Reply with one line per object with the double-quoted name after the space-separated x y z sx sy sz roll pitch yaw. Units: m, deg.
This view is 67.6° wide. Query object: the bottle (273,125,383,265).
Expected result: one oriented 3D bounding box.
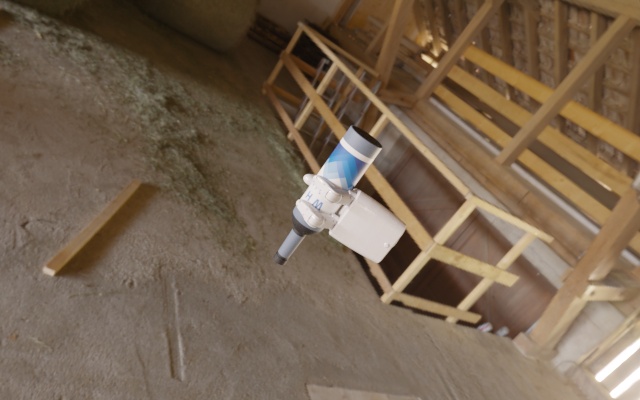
0.000 0.003 0.872 0.069 0.296 0.069 31 20 -13 "bottle"
